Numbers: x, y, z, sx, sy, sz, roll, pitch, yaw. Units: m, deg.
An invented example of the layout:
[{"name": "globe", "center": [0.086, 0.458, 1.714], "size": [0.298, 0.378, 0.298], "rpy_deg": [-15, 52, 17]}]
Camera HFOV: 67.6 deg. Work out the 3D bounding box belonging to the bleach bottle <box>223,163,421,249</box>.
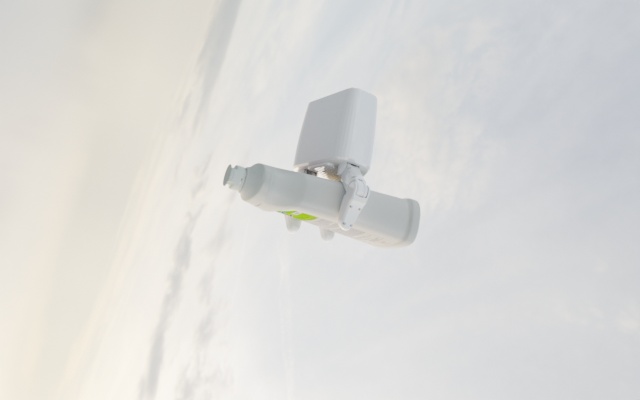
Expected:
[{"name": "bleach bottle", "center": [0.000, 0.002, 0.621], "size": [0.251, 0.068, 0.102], "rpy_deg": [17, -17, -24]}]
